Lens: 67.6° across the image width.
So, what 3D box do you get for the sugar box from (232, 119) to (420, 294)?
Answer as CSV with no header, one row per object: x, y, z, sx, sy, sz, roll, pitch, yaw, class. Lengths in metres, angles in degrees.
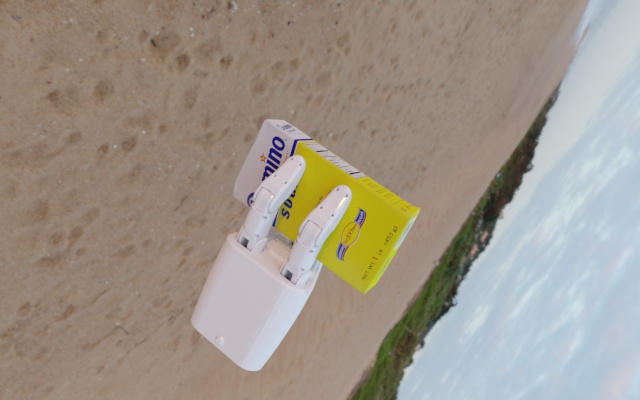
0.000,0.002,0.476,0.176,0.093,0.048,34,20,16,sugar box
